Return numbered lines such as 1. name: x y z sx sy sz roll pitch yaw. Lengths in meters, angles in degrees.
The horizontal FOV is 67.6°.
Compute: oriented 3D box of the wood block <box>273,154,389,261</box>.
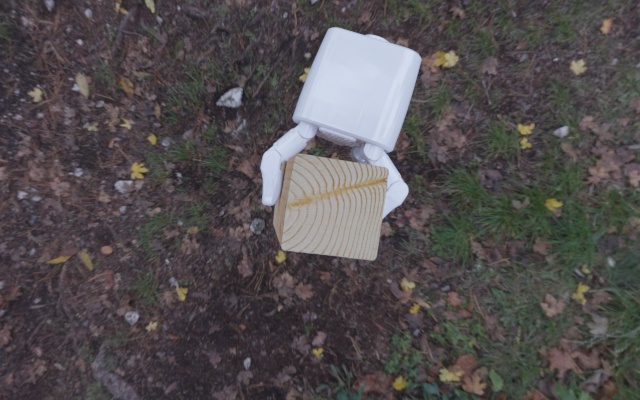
1. wood block: 0.000 0.001 0.534 0.091 0.090 0.206 8 2 -8
